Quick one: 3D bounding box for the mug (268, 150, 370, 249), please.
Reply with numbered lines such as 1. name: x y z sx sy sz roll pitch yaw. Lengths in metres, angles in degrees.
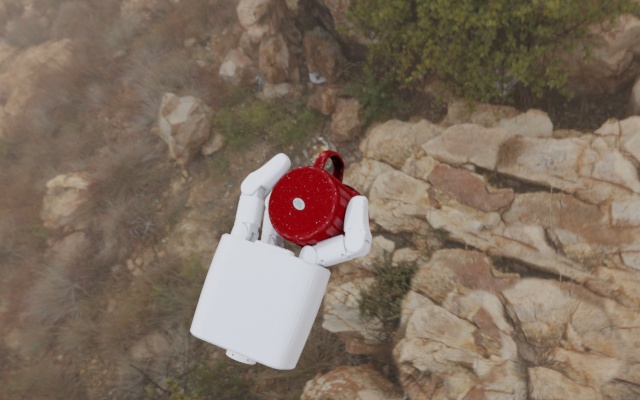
1. mug: 0.001 0.000 0.517 0.093 0.117 0.081 13 -11 28
